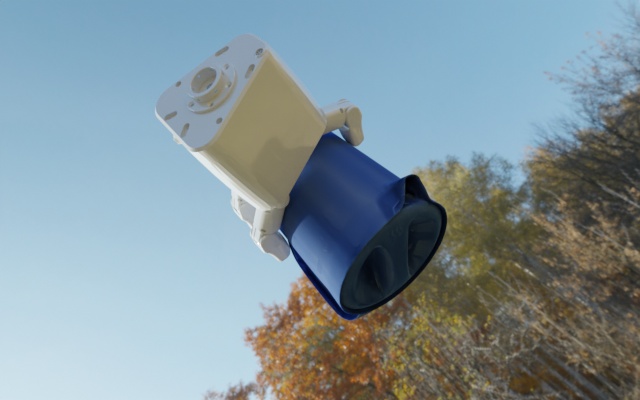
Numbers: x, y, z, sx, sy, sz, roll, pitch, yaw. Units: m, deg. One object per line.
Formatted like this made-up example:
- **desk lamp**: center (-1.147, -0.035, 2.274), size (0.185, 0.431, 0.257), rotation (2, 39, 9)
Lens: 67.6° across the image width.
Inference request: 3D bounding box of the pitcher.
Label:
- **pitcher**: center (0.000, 0.002, 0.514), size (0.242, 0.149, 0.145), rotation (43, -1, 36)
